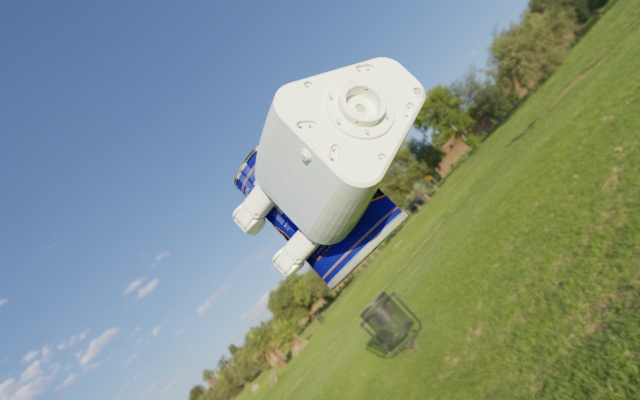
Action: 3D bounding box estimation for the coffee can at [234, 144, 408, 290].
[{"bbox_3d":[0.000,0.002,0.470,0.103,0.140,0.103,-43,-9,-9],"label":"coffee can"}]
